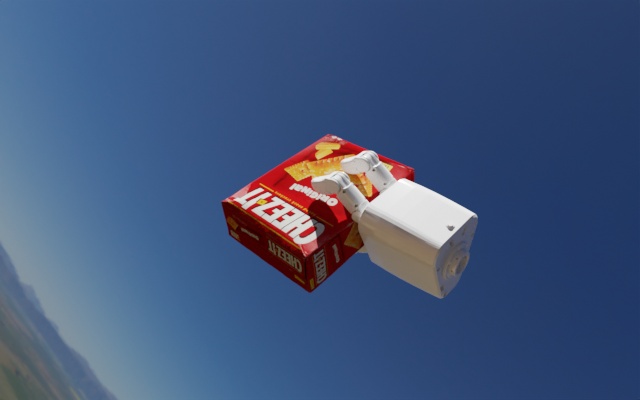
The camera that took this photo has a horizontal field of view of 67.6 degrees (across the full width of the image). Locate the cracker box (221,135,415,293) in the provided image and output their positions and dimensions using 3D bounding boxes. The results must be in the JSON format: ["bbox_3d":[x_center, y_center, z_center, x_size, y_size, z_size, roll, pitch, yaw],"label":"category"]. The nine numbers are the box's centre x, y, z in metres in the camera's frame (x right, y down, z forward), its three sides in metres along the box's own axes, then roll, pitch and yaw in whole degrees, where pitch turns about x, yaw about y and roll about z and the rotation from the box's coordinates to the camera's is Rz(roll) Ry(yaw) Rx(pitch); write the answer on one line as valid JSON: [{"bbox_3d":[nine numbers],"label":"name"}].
[{"bbox_3d":[0.000,0.002,0.654,0.164,0.072,0.213,29,50,35],"label":"cracker box"}]
